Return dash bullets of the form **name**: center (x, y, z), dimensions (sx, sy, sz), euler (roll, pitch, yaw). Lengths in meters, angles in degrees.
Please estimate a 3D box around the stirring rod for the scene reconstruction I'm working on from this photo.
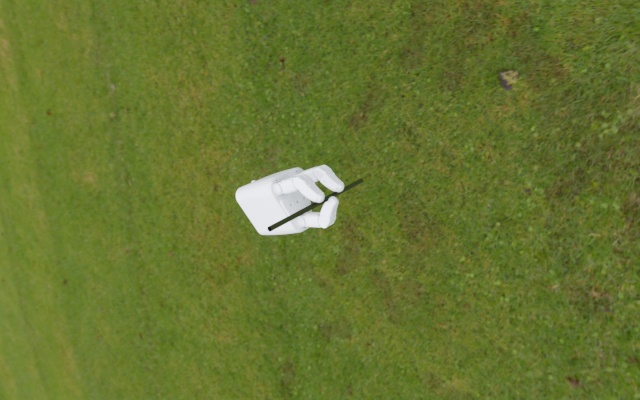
- **stirring rod**: center (0.000, 0.003, 0.780), dimensions (0.011, 0.011, 0.239), euler (0, 19, 41)
